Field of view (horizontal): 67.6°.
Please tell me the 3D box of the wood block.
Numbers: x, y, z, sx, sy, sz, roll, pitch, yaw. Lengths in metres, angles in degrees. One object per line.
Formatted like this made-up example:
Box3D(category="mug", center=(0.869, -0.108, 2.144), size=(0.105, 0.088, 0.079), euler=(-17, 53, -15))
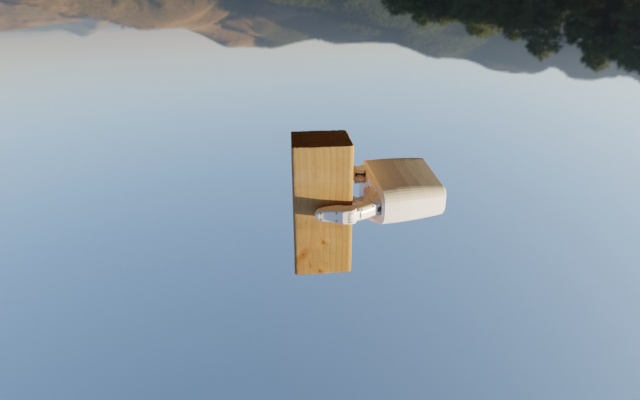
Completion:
Box3D(category="wood block", center=(0.001, 0.003, 0.744), size=(0.090, 0.206, 0.090), euler=(-2, 23, -4))
